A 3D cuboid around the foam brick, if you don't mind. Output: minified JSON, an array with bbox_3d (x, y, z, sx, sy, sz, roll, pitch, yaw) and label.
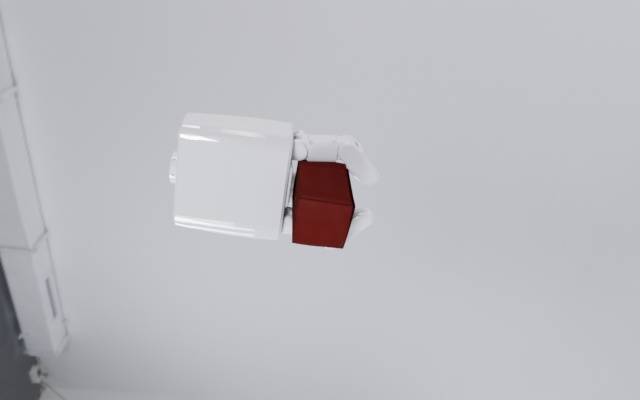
[{"bbox_3d":[0.000,0.002,0.462,0.051,0.053,0.078,7,33,-8],"label":"foam brick"}]
